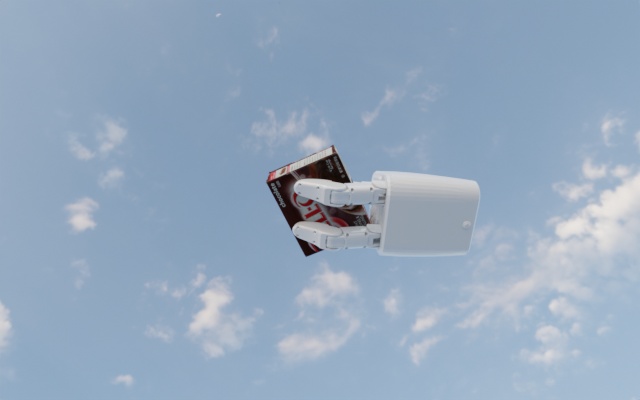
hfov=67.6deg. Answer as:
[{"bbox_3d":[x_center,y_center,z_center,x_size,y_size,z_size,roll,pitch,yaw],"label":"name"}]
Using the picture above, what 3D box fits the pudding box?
[{"bbox_3d":[0.000,0.002,0.571,0.090,0.113,0.039,-23,21,9],"label":"pudding box"}]
